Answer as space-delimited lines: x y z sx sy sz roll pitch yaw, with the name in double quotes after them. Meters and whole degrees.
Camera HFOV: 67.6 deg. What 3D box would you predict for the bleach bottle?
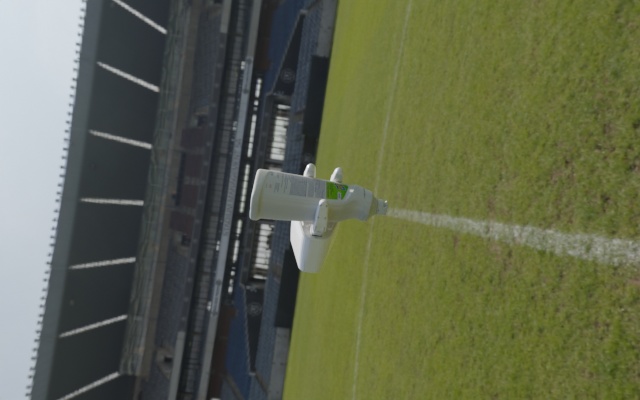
0.000 0.003 0.893 0.251 0.068 0.102 8 41 -4 "bleach bottle"
